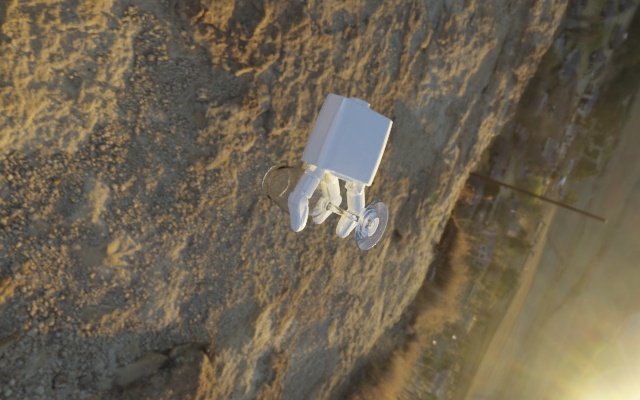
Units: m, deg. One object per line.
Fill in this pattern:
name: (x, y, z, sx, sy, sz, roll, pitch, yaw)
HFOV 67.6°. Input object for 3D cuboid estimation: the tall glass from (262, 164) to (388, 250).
tall glass: (0.001, 0.003, 0.727, 0.201, 0.079, 0.079, 24, 15, 37)
